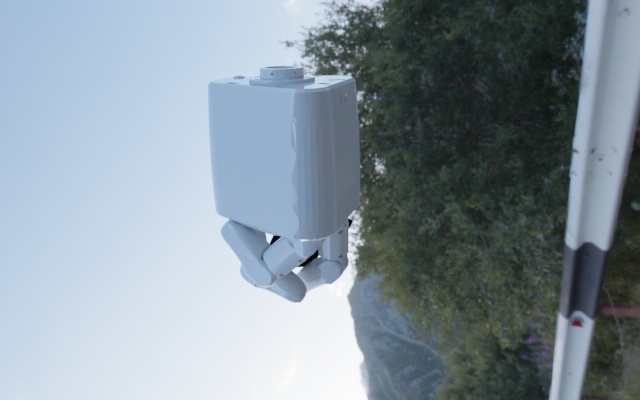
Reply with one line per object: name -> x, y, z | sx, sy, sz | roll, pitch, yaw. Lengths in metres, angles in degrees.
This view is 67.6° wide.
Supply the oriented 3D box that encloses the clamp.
clamp -> -0.001, 0.002, 0.469 | 0.039, 0.120, 0.171 | 7, 21, 20
